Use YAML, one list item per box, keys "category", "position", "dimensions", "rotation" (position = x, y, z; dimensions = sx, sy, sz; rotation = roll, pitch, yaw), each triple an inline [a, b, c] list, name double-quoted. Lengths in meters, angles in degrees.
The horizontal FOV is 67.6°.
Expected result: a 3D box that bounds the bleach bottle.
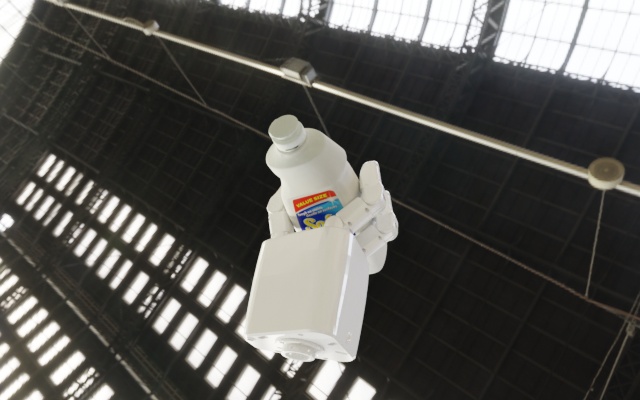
- category: "bleach bottle"
  position: [0.000, 0.002, 0.533]
  dimensions: [0.102, 0.068, 0.251]
  rotation: [-3, -34, 22]
